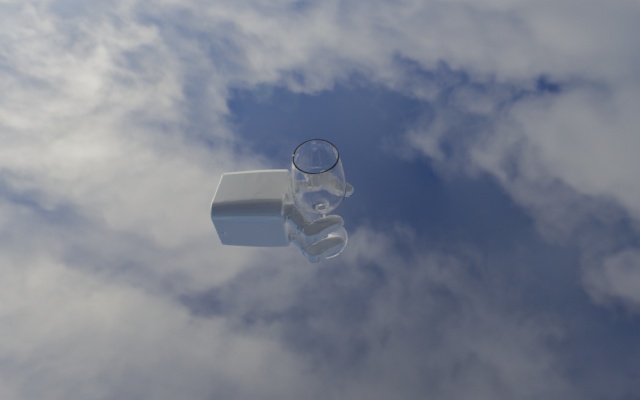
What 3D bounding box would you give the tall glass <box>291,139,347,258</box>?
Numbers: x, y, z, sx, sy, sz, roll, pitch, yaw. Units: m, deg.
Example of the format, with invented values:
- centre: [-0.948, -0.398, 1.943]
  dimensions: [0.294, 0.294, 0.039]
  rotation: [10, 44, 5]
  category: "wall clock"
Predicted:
- centre: [0.000, 0.003, 0.699]
  dimensions: [0.079, 0.079, 0.201]
  rotation: [0, -37, 4]
  category: "tall glass"
